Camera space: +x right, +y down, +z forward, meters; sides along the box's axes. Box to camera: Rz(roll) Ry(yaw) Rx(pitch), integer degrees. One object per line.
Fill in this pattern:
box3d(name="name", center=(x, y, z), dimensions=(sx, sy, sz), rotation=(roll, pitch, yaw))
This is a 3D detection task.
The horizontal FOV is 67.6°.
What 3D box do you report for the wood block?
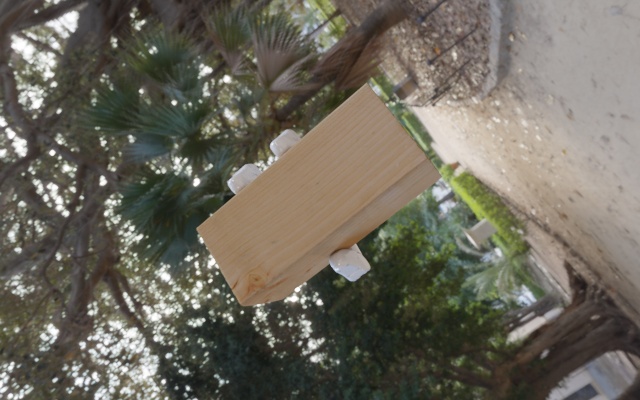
box3d(name="wood block", center=(0.000, 0.002, 0.452), dimensions=(0.206, 0.090, 0.090), rotation=(-39, -18, 12))
